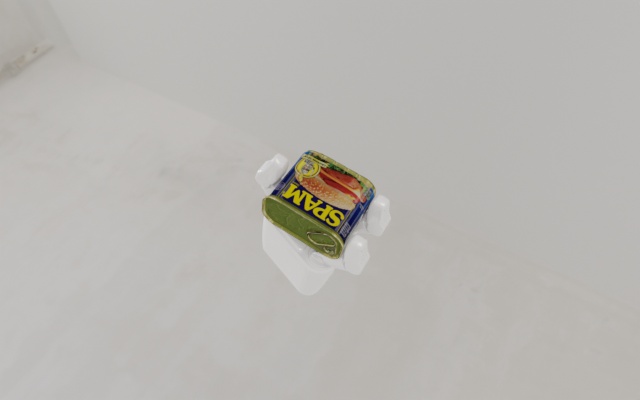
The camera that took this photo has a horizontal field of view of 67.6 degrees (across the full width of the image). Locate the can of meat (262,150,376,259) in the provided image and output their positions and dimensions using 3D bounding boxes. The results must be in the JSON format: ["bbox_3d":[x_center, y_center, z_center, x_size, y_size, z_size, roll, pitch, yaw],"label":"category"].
[{"bbox_3d":[0.000,0.001,0.534,0.102,0.084,0.057,31,-29,10],"label":"can of meat"}]
